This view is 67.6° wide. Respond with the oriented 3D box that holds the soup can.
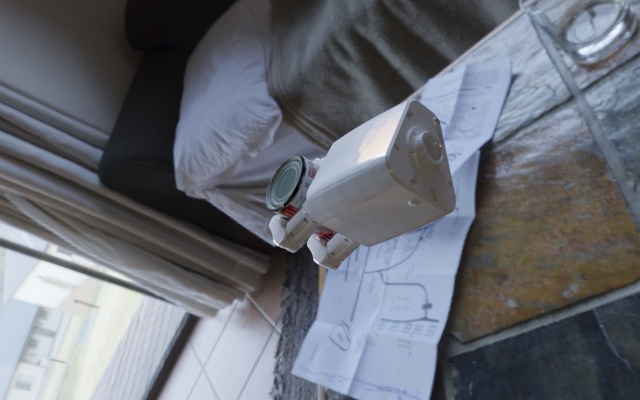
[{"bbox_3d":[0.000,0.002,0.525,0.102,0.068,0.068,28,-15,-29],"label":"soup can"}]
